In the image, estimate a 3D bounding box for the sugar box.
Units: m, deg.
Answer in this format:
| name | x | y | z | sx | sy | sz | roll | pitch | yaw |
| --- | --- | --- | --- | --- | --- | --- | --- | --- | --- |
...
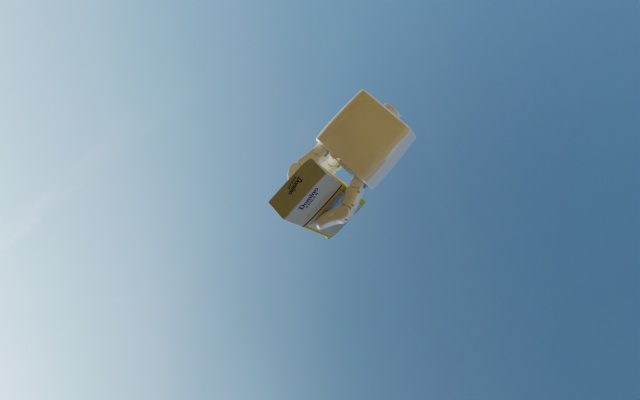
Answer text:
| name | x | y | z | sx | sy | sz | roll | pitch | yaw |
| --- | --- | --- | --- | --- | --- | --- | --- | --- | --- |
| sugar box | 0.000 | 0.002 | 0.753 | 0.048 | 0.093 | 0.176 | 46 | 7 | 29 |
